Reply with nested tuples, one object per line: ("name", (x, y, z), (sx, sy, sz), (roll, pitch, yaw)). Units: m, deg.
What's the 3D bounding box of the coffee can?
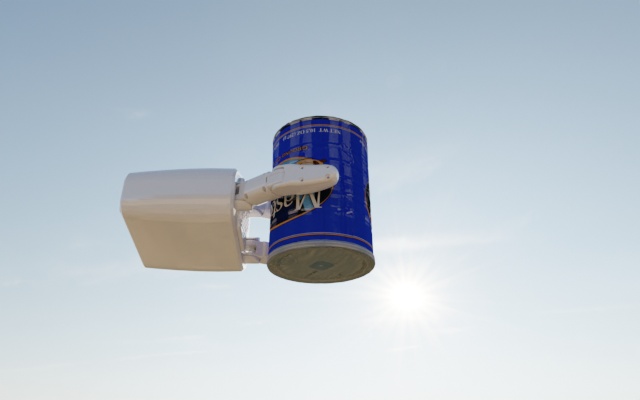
("coffee can", (0.000, 0.002, 0.482), (0.103, 0.140, 0.103), (0, -28, 0))
